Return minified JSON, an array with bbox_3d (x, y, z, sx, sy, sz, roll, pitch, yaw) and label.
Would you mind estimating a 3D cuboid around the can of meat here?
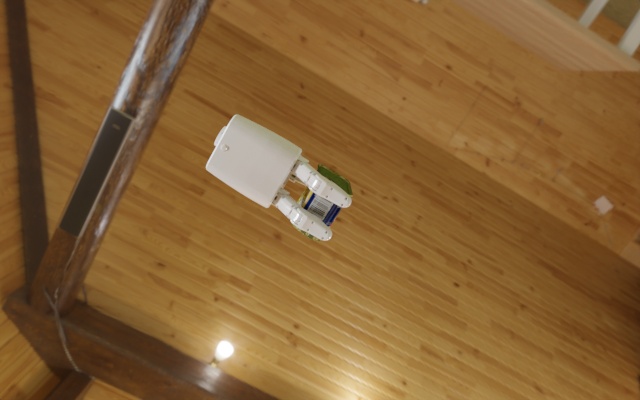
[{"bbox_3d":[0.000,0.003,0.709,0.057,0.084,0.102,30,14,-9],"label":"can of meat"}]
